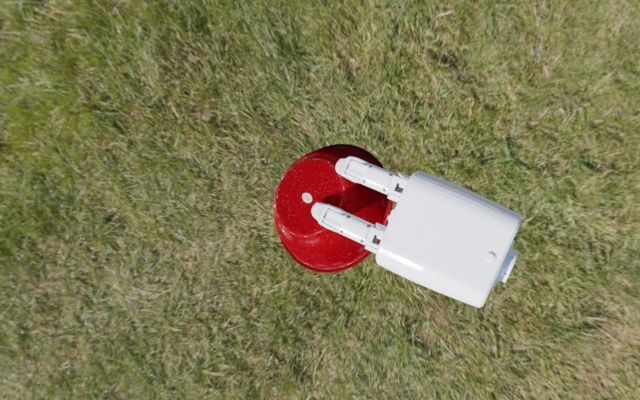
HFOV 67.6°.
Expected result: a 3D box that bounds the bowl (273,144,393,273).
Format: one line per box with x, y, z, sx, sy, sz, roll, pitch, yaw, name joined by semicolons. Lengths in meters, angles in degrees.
-0.001;0.002;0.562;0.162;0.162;0.055;0;-13;32;bowl
